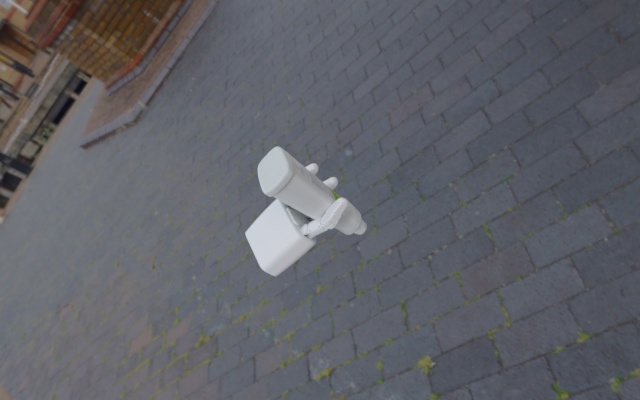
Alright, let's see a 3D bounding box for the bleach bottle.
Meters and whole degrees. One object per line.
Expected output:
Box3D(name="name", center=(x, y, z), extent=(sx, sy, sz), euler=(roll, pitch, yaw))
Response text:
Box3D(name="bleach bottle", center=(0.000, 0.003, 0.881), extent=(0.251, 0.068, 0.102), euler=(35, 19, -35))
